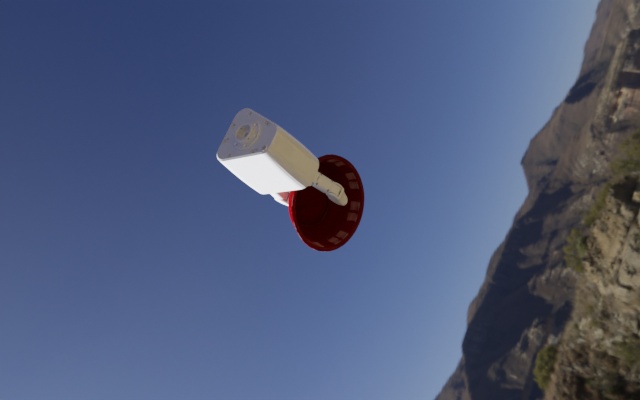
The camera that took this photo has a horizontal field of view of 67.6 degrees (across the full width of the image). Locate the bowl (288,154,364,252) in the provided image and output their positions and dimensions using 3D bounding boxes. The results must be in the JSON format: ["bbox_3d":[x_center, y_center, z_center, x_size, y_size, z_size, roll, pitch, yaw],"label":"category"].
[{"bbox_3d":[0.001,0.003,0.810,0.162,0.162,0.055,0,5,-41],"label":"bowl"}]
